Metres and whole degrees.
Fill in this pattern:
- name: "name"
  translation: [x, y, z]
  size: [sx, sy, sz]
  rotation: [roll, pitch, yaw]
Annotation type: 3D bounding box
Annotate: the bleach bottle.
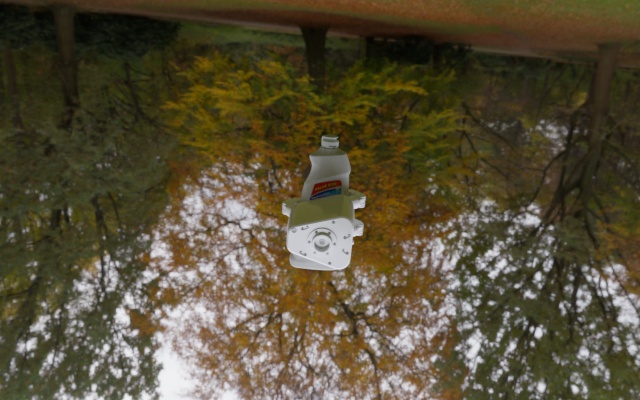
- name: "bleach bottle"
  translation: [0.000, 0.003, 0.892]
  size: [0.102, 0.251, 0.068]
  rotation: [5, 18, 1]
